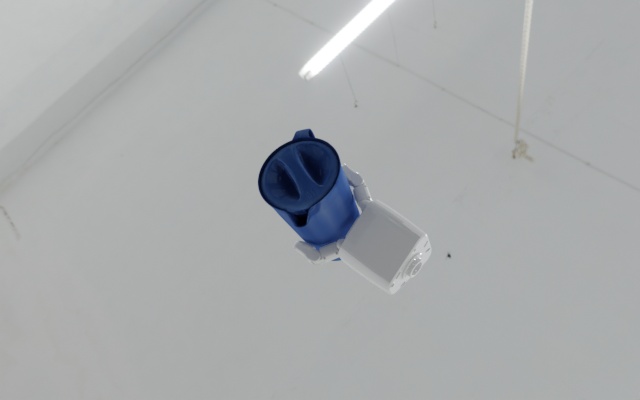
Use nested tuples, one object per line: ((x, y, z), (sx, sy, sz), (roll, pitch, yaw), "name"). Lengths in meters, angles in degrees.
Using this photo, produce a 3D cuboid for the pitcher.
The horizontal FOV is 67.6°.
((0.000, 0.003, 0.824), (0.145, 0.149, 0.243), (35, -13, 31), "pitcher")
